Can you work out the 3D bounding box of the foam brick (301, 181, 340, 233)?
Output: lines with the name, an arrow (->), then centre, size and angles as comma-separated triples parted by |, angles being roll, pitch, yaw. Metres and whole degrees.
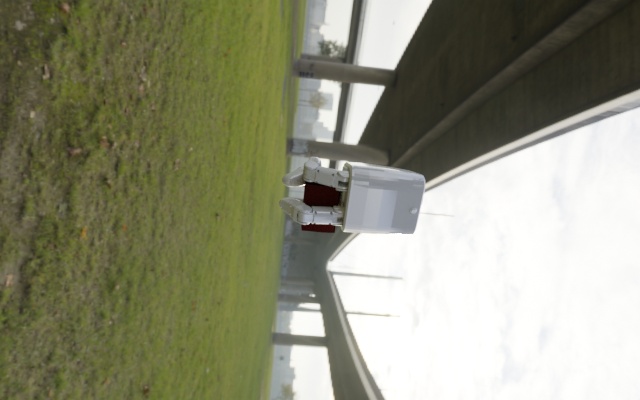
foam brick -> 0.000, 0.003, 0.709 | 0.051, 0.078, 0.053 | 5, 25, -4
